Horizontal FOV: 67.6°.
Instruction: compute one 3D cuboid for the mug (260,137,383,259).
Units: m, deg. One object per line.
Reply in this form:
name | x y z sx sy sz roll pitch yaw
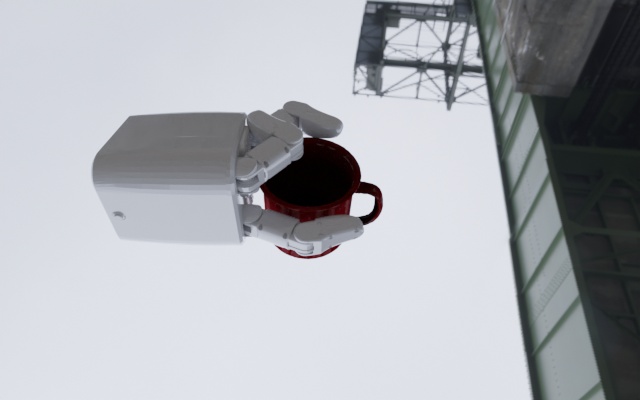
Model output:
mug | 0.002 0.002 0.450 0.117 0.093 0.082 2 -42 -1
